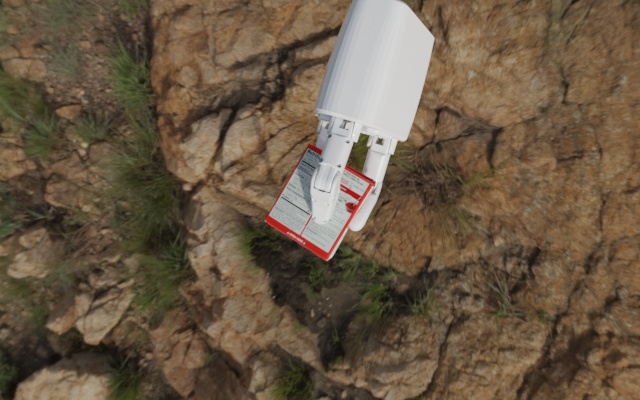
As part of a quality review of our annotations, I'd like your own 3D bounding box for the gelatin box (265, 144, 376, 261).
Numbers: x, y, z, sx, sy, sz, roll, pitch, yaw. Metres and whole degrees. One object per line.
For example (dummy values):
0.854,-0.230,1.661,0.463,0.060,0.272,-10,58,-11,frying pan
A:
0.000,0.002,0.462,0.073,0.089,0.030,31,5,10,gelatin box
